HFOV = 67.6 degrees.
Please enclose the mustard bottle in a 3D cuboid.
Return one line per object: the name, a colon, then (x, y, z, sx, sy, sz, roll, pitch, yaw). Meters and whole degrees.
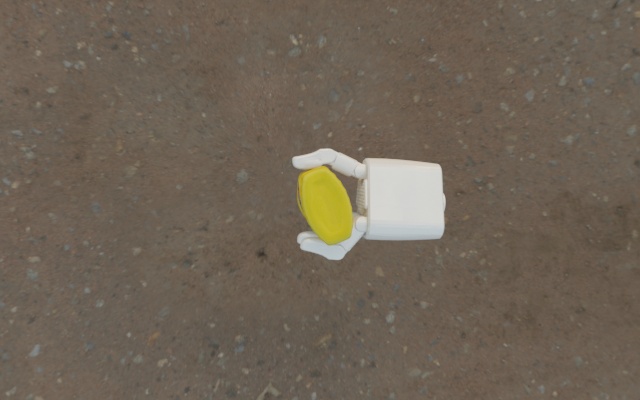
mustard bottle: (0.000, 0.002, 0.667, 0.058, 0.096, 0.191, -22, 5, -4)
